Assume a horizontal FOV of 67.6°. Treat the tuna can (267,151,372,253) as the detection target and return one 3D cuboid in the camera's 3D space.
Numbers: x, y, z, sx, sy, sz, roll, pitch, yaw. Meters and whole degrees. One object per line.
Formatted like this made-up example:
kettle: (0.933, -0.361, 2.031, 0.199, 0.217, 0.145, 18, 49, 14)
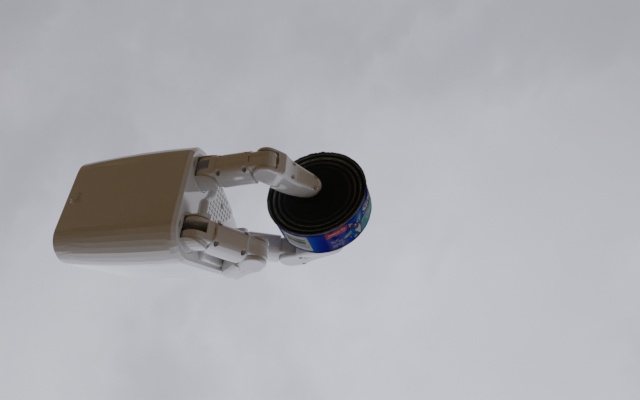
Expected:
tuna can: (0.000, 0.002, 0.409, 0.086, 0.086, 0.034, 0, -35, 19)
